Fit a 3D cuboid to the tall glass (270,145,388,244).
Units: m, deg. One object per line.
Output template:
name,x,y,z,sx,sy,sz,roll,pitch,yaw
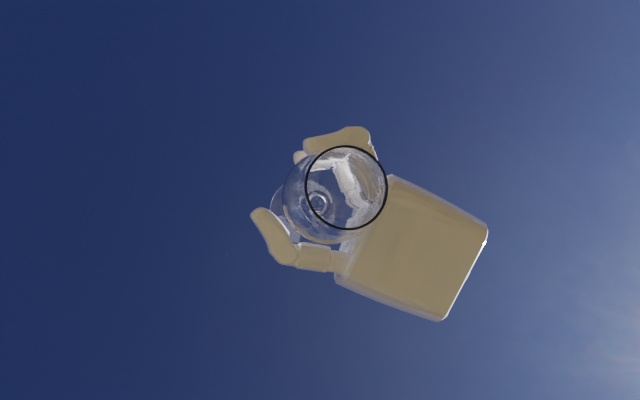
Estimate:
tall glass,0.000,0.002,0.436,0.079,0.079,0.201,0,-6,-11
